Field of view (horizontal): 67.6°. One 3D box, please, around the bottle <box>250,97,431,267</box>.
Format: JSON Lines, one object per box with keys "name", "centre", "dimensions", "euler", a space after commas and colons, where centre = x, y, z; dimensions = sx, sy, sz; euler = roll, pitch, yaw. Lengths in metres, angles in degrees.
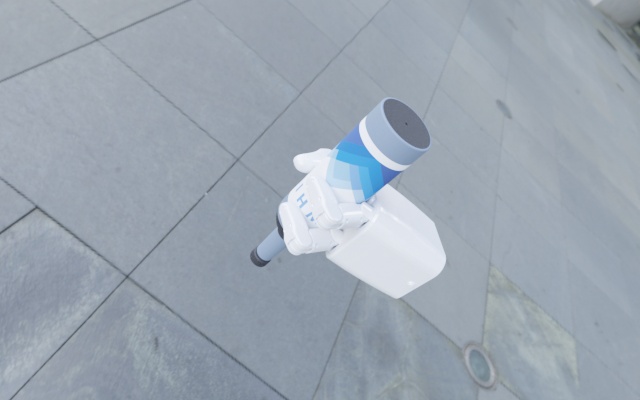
{"name": "bottle", "centre": [0.000, 0.002, 0.558], "dimensions": [0.069, 0.069, 0.296], "euler": [0, -32, -42]}
